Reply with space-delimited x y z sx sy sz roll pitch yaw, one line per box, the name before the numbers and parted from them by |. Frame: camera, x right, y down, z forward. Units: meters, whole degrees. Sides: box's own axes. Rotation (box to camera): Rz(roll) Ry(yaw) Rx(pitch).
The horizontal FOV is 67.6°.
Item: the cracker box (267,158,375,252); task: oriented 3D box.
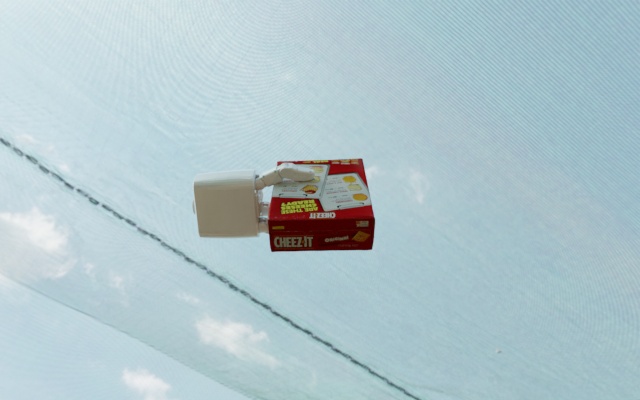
cracker box | 0.000 0.002 0.821 0.164 0.072 0.213 -2 30 0
